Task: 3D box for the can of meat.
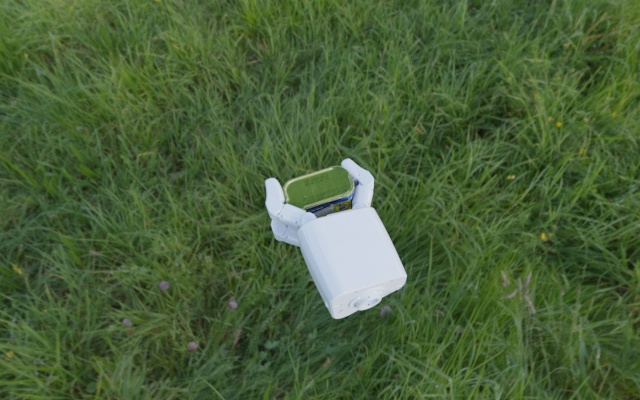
[{"bbox_3d":[0.000,0.002,0.682,0.102,0.057,0.084,-18,-29,-5],"label":"can of meat"}]
